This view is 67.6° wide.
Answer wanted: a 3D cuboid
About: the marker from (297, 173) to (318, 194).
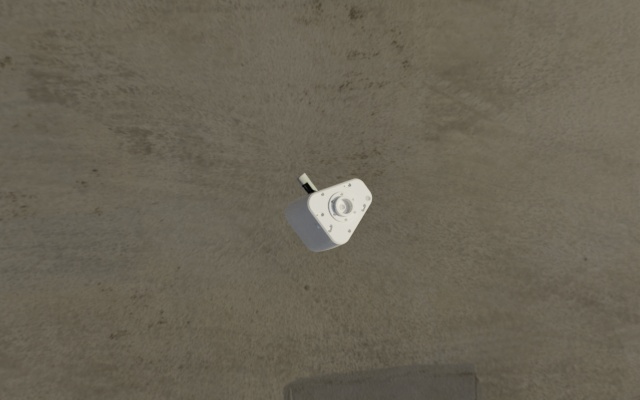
[{"bbox_3d":[0.000,0.003,0.877,0.020,0.121,0.020,-37,6,4],"label":"marker"}]
